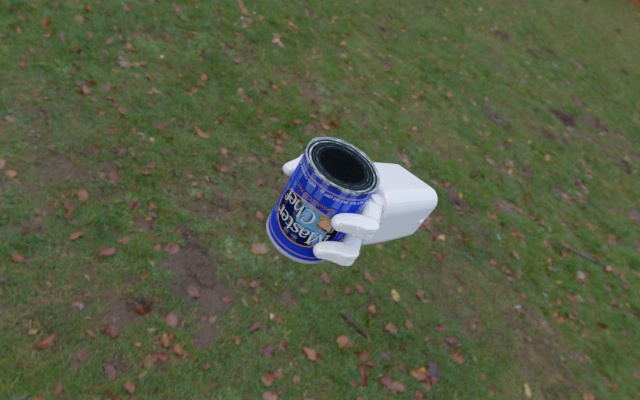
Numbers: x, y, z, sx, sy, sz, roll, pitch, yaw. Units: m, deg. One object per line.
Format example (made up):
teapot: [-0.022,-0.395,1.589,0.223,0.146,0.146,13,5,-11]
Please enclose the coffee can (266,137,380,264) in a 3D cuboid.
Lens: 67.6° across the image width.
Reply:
coffee can: [0.000,0.002,0.632,0.103,0.102,0.140,0,-42,-34]
